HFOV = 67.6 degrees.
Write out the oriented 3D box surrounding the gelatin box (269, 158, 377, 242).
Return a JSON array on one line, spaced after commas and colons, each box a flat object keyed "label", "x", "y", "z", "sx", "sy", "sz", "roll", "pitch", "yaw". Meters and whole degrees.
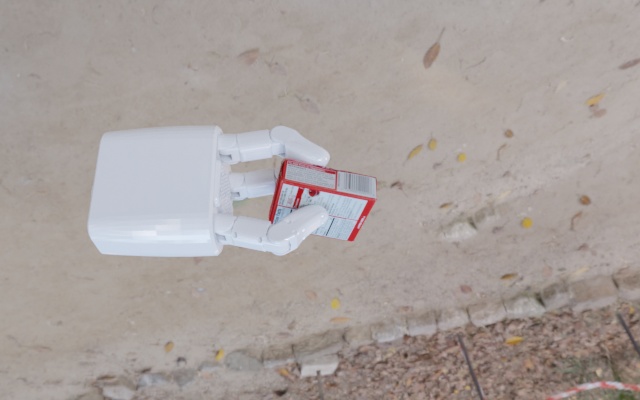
[{"label": "gelatin box", "x": 0.000, "y": 0.002, "z": 0.447, "sx": 0.089, "sy": 0.030, "sz": 0.073, "roll": 11, "pitch": -38, "yaw": -8}]
